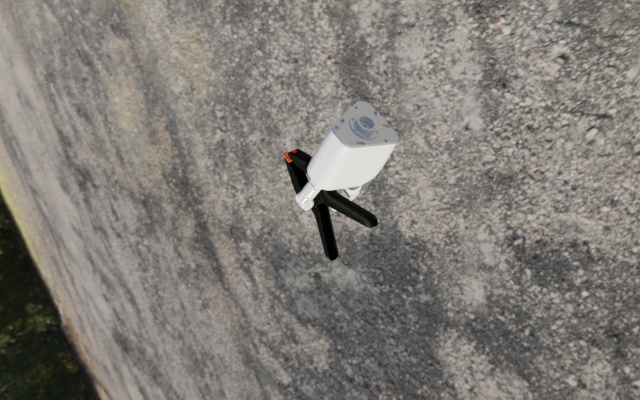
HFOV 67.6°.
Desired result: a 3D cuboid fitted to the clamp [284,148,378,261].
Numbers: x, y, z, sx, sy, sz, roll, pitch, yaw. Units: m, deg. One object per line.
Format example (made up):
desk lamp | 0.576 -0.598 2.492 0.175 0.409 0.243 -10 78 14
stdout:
clamp | -0.001 0.003 0.847 0.036 0.210 0.165 -27 -20 -37
